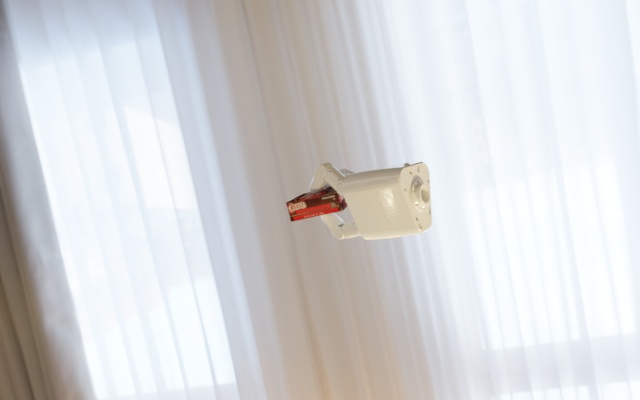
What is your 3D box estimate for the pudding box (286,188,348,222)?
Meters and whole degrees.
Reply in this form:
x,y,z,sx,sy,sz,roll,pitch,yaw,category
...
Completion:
x,y,z,sx,sy,sz,roll,pitch,yaw,category
0.000,0.003,0.820,0.090,0.039,0.113,-11,4,13,pudding box
